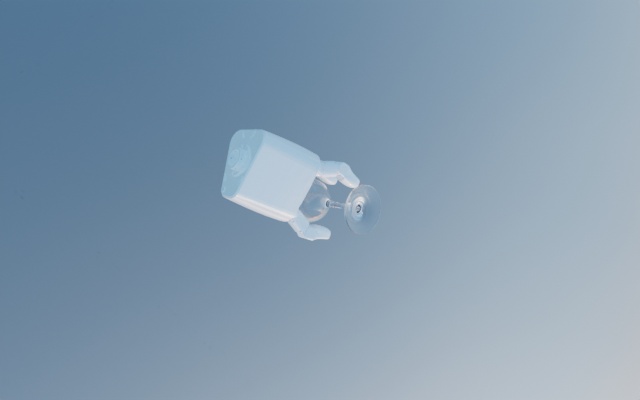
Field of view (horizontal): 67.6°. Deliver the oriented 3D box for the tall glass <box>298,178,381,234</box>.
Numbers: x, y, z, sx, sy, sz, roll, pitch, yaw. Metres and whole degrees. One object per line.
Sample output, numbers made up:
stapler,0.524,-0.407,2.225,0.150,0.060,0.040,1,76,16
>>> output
tall glass,0.001,0.003,0.780,0.079,0.079,0.201,0,6,-40
